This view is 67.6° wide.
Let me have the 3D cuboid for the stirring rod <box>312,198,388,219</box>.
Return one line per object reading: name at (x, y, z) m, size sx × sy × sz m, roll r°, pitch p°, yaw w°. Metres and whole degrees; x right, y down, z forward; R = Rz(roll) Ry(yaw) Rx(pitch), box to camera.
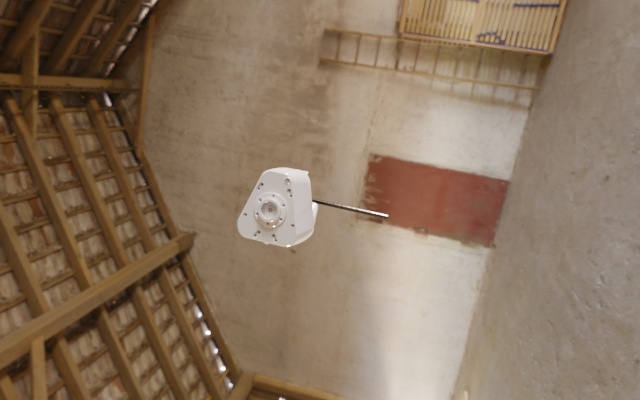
stirring rod at (0.000, 0.003, 0.840) m, size 0.239 × 0.011 × 0.011 m, roll 13°, pitch 2°, yaw 9°
